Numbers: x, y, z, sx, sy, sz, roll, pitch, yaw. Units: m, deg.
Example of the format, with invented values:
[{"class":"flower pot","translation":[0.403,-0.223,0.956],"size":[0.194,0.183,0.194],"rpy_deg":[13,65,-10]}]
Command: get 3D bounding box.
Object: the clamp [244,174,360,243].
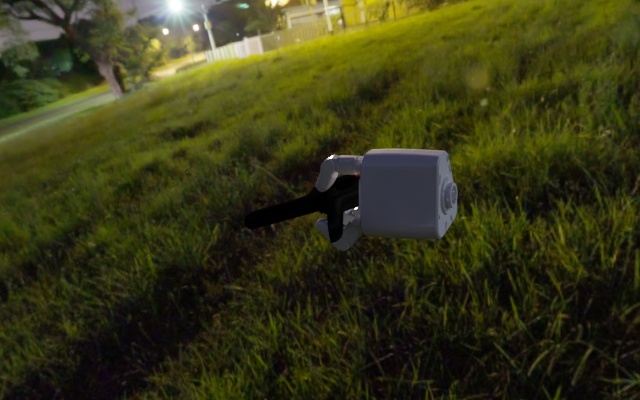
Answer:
[{"class":"clamp","translation":[0.000,0.001,0.712],"size":[0.164,0.036,0.210],"rpy_deg":[4,25,31]}]
